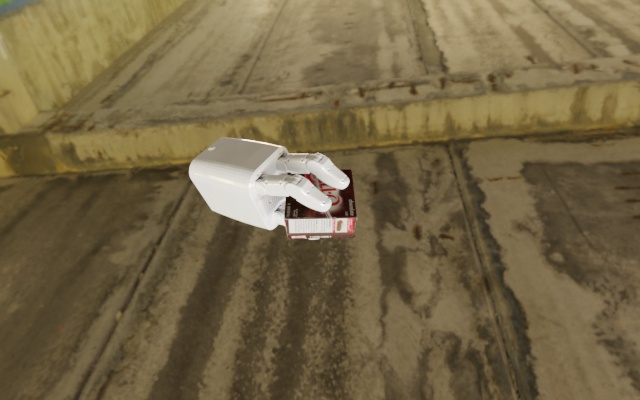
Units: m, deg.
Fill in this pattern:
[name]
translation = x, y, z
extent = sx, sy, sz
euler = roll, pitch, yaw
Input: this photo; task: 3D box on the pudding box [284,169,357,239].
[pudding box]
translation = 0.000, 0.002, 0.628
extent = 0.090, 0.039, 0.113
euler = -2, 38, 0
